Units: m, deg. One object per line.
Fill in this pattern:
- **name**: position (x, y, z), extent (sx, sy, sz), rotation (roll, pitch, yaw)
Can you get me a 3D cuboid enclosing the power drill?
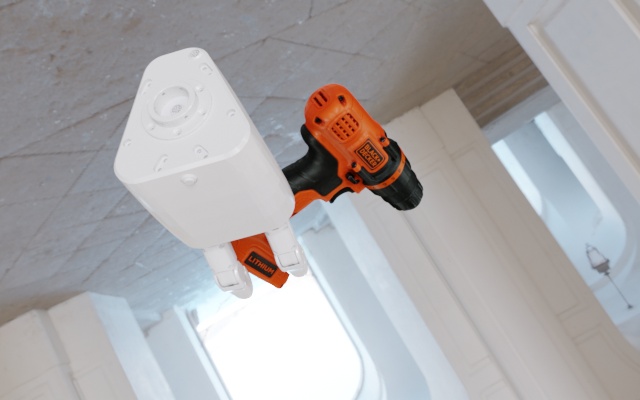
- **power drill**: position (0.000, 0.002, 0.470), extent (0.184, 0.187, 0.057), rotation (41, 9, -42)
